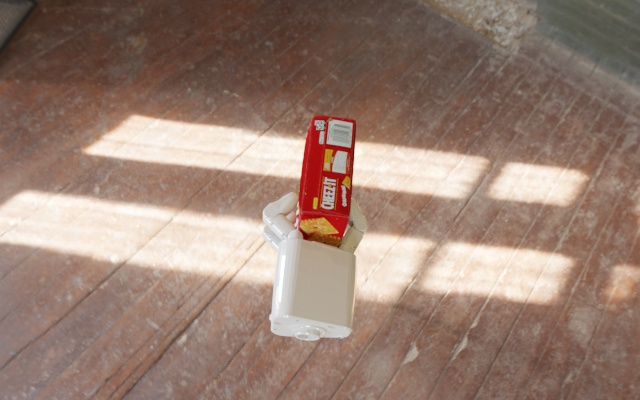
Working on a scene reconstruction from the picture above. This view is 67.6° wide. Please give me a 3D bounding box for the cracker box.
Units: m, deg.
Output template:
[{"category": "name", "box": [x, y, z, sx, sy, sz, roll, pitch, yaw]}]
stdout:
[{"category": "cracker box", "box": [0.000, 0.002, 0.724, 0.072, 0.164, 0.214, 8, -31, -3]}]
